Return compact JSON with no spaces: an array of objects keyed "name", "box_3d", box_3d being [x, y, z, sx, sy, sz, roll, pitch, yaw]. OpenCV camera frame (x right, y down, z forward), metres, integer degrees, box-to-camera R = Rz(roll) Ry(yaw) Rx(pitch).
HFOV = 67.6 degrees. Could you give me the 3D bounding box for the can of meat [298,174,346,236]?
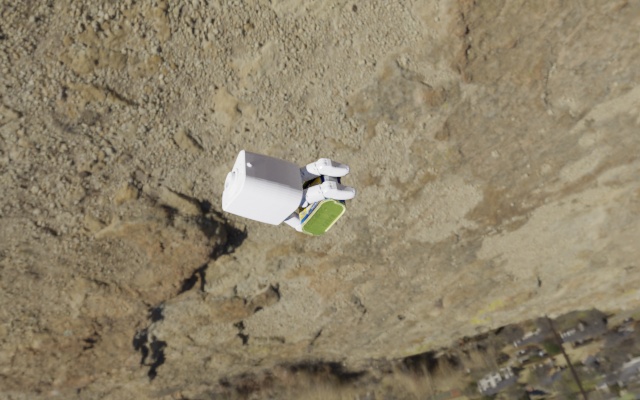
[{"name":"can of meat","box_3d":[0.000,0.003,0.870,0.057,0.083,0.102,18,-49,-27]}]
